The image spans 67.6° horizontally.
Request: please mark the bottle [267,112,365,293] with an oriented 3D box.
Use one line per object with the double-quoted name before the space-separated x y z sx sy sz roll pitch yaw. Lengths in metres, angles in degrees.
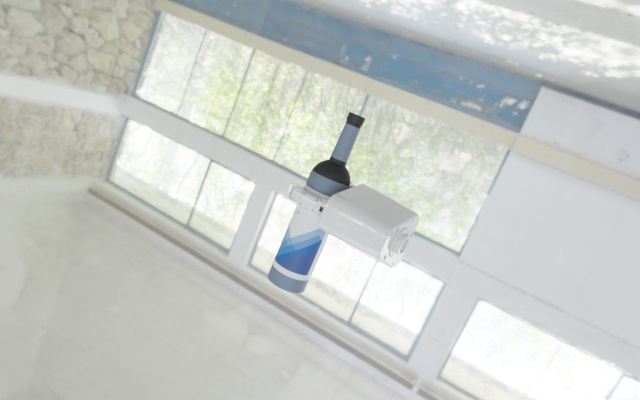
"bottle" 0.000 0.003 0.757 0.069 0.296 0.069 22 11 -4
